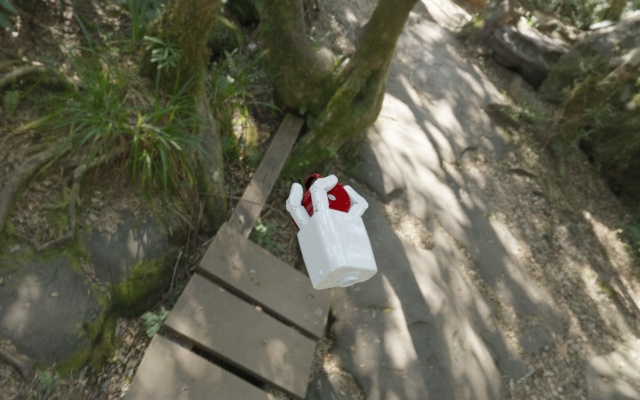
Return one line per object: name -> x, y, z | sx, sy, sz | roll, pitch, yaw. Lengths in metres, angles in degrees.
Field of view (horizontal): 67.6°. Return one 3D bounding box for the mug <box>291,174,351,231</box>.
mug -> 0.000, 0.002, 0.893 | 0.093, 0.117, 0.081 | 1, -33, -33
